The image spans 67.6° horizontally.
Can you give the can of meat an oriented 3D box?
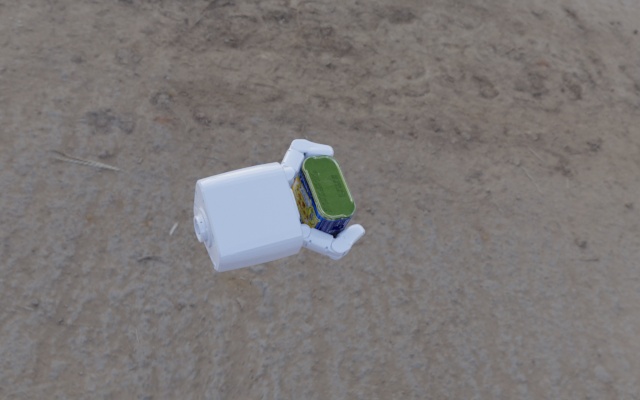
[{"bbox_3d":[0.000,0.002,0.637,0.057,0.102,0.084,-10,-28,-23],"label":"can of meat"}]
